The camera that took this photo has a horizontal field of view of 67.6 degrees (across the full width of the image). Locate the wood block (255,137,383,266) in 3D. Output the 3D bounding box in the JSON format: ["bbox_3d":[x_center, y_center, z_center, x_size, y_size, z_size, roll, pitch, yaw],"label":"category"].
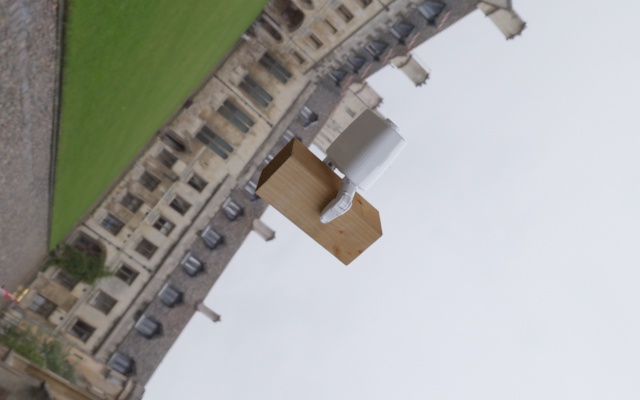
[{"bbox_3d":[0.000,0.003,0.812,0.206,0.090,0.090,40,22,-17],"label":"wood block"}]
